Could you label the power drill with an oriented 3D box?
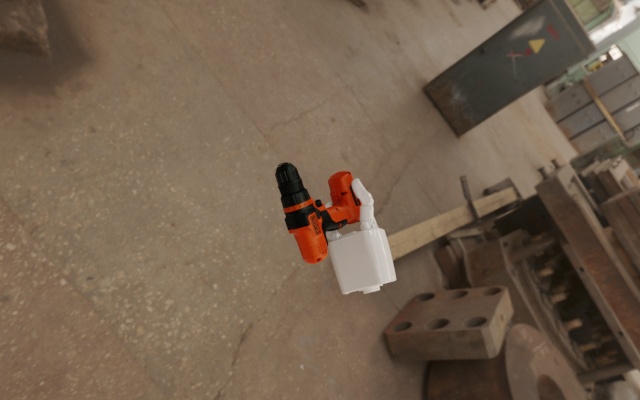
[{"bbox_3d":[0.001,0.003,0.886,0.057,0.184,0.187,-12,10,38],"label":"power drill"}]
